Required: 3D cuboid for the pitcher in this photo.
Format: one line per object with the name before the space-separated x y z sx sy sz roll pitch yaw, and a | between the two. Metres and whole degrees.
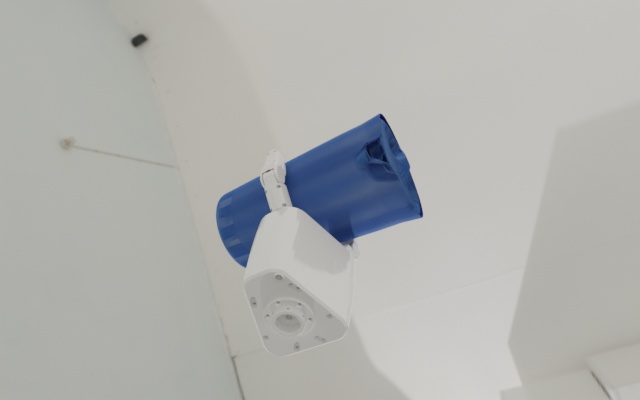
pitcher | 0.000 0.002 0.608 0.243 0.149 0.145 -22 28 17
